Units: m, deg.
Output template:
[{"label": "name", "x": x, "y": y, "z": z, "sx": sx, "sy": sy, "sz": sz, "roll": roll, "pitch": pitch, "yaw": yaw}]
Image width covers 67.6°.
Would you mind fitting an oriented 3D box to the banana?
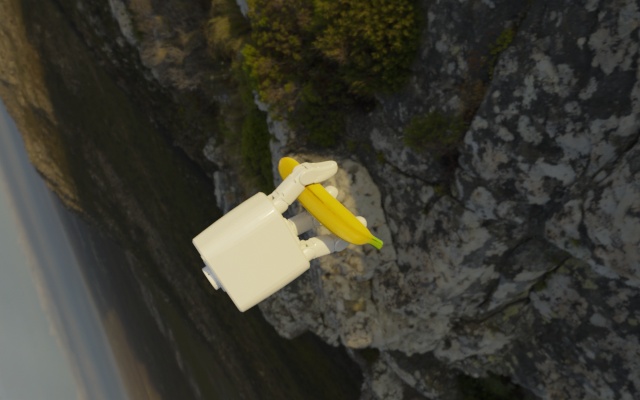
[{"label": "banana", "x": -0.004, "y": -0.001, "z": 0.631, "sx": 0.197, "sy": 0.037, "sz": 0.070, "roll": 44, "pitch": 2, "yaw": 25}]
